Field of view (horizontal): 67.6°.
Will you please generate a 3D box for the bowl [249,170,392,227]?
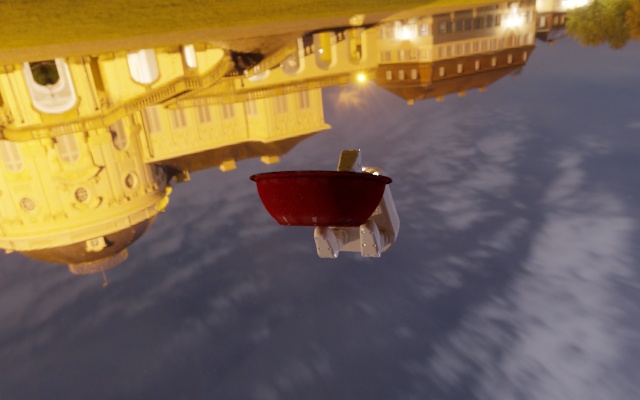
[{"bbox_3d":[-0.001,0.002,0.541,0.162,0.055,0.162,1,-4,0],"label":"bowl"}]
